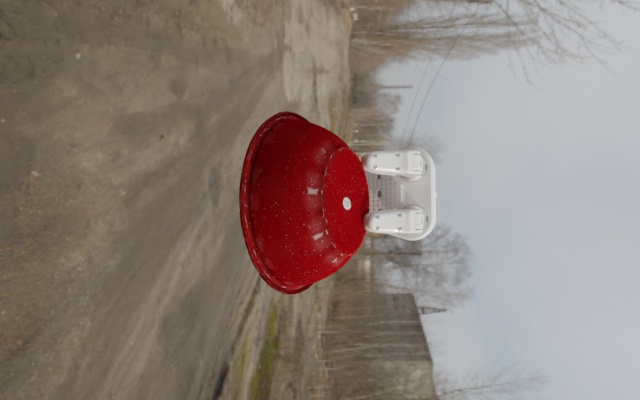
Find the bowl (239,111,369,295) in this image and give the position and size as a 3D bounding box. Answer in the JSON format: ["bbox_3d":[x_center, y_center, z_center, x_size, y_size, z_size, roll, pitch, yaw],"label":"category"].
[{"bbox_3d":[0.000,0.002,0.413,0.055,0.162,0.162,-2,-1,29],"label":"bowl"}]
